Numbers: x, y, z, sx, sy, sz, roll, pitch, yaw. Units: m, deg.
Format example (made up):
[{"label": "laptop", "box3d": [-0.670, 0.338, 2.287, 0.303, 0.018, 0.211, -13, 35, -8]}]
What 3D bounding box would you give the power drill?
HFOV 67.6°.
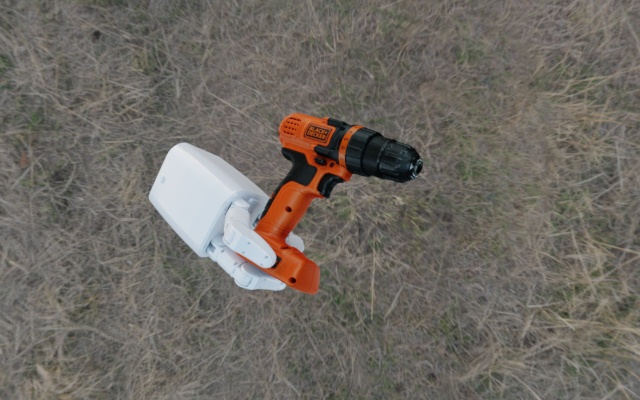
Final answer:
[{"label": "power drill", "box3d": [0.000, 0.002, 0.521, 0.184, 0.187, 0.057, 22, -8, 38]}]
